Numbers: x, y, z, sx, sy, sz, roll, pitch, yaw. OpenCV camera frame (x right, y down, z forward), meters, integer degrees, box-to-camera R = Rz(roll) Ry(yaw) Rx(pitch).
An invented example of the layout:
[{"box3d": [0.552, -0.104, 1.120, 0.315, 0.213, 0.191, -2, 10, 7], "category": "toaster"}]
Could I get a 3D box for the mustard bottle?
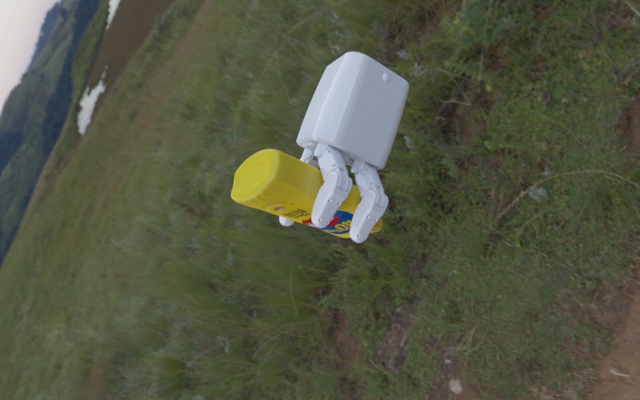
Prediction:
[{"box3d": [0.000, 0.002, 0.558, 0.192, 0.058, 0.096, 21, -26, -34], "category": "mustard bottle"}]
